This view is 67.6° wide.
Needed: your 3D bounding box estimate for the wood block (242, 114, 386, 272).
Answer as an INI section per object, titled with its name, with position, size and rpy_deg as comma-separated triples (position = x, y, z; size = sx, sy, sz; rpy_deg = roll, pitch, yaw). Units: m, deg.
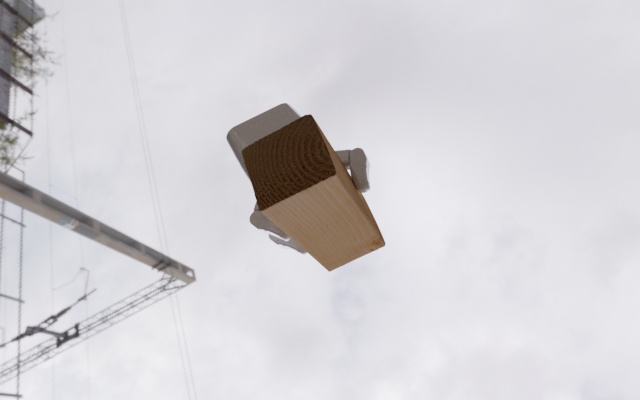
[wood block]
position = 0.000, 0.002, 0.585
size = 0.091, 0.090, 0.206
rpy_deg = -27, -32, 9
